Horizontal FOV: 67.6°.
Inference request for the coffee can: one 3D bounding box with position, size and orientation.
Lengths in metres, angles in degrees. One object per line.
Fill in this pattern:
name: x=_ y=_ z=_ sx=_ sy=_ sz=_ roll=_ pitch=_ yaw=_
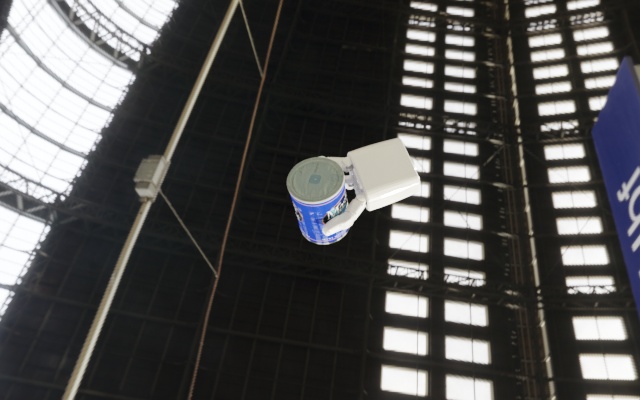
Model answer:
coffee can: x=0.000 y=0.003 z=0.896 sx=0.103 sy=0.102 sz=0.140 roll=0 pitch=-37 yaw=10
